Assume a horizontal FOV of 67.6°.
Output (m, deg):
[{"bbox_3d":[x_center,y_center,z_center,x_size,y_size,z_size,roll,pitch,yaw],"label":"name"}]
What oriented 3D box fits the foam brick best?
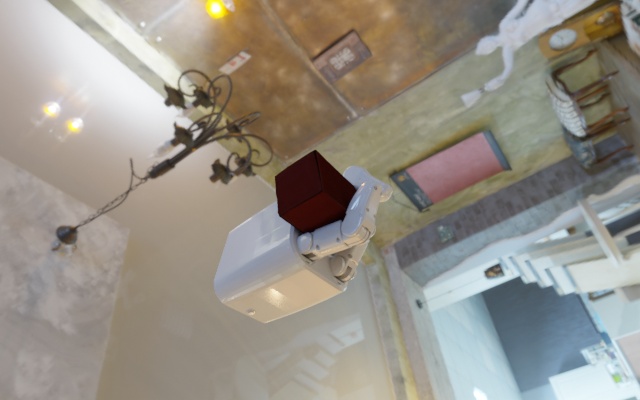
[{"bbox_3d":[0.000,0.001,0.456,0.051,0.053,0.078,-29,-44,22],"label":"foam brick"}]
